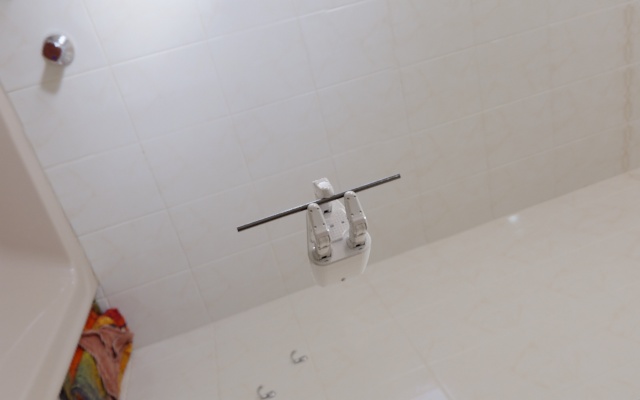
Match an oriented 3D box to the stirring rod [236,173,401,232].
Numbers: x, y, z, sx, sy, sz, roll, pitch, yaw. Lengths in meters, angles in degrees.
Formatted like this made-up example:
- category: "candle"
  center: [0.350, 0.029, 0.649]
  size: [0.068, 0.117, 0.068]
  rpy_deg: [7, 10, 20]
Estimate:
- category: "stirring rod"
  center: [0.000, 0.002, 0.665]
  size: [0.239, 0.011, 0.011]
  rpy_deg: [-18, 3, -8]
